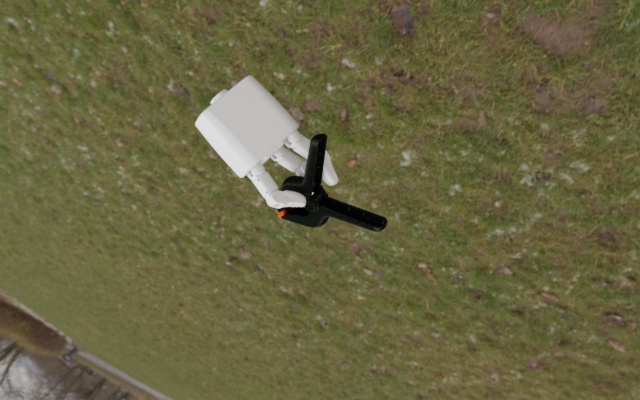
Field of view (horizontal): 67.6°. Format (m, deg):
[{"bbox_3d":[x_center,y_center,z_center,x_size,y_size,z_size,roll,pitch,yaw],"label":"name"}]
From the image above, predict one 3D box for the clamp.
[{"bbox_3d":[-0.001,0.003,0.738,0.036,0.164,0.210,-43,6,-35],"label":"clamp"}]
